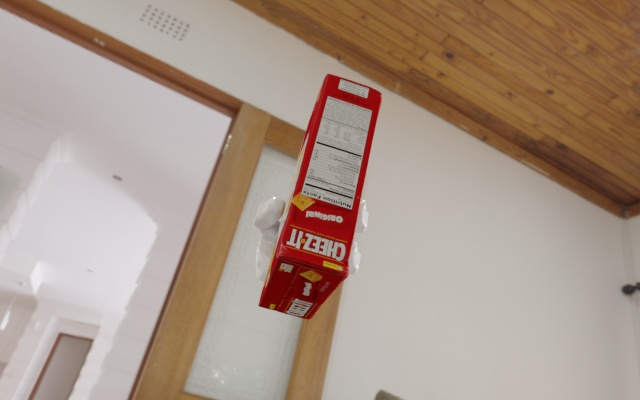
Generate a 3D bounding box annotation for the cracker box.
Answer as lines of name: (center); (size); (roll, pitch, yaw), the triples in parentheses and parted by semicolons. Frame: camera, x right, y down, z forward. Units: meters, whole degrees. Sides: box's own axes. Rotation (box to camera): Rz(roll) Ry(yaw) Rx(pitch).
cracker box: (0.000, 0.001, 0.516); (0.072, 0.213, 0.164); (16, -29, -5)
